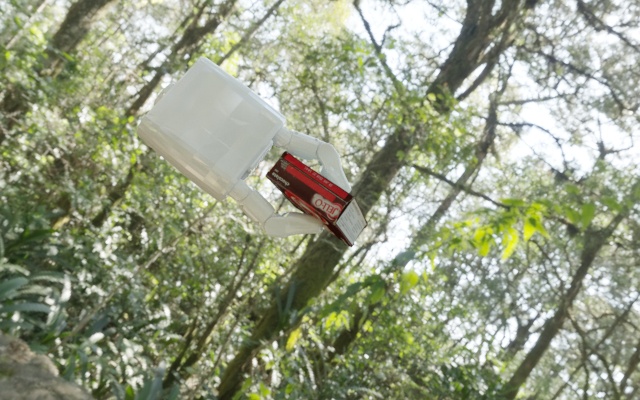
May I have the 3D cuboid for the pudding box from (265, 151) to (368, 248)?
[{"bbox_3d":[0.000,0.001,0.510,0.090,0.039,0.113,36,-4,20],"label":"pudding box"}]
